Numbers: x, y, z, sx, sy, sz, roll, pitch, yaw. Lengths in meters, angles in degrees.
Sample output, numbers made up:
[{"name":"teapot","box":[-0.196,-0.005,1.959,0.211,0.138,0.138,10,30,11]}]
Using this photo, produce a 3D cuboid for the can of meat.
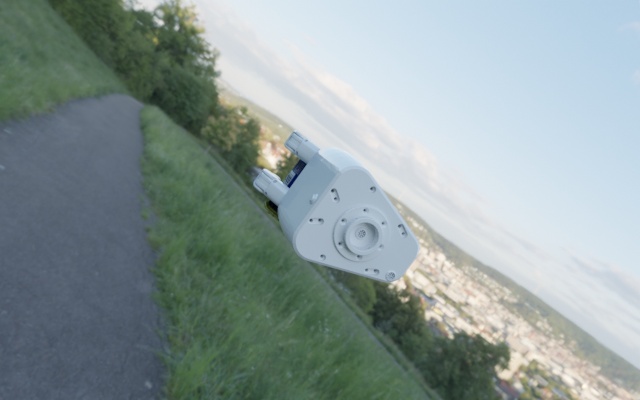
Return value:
[{"name":"can of meat","box":[0.000,0.002,0.552,0.102,0.084,0.057,35,5,-12]}]
